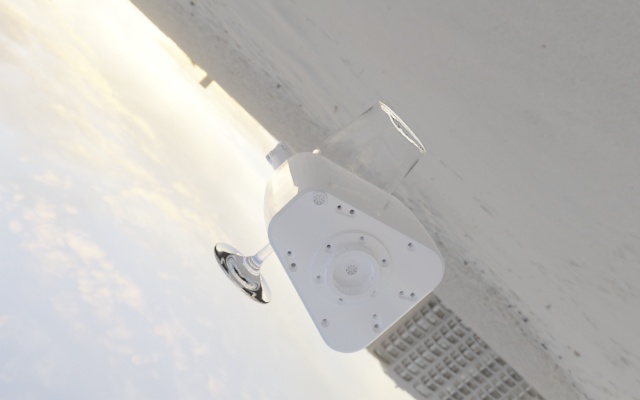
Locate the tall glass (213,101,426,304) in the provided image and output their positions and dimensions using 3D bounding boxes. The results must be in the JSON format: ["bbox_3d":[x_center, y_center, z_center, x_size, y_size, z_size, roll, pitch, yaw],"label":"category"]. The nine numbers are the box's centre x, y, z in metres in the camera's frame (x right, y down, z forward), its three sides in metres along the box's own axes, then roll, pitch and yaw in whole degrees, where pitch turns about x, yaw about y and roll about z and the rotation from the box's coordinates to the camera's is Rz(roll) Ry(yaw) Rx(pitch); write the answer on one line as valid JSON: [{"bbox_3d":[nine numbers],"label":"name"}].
[{"bbox_3d":[0.000,0.002,0.435,0.201,0.079,0.079,-43,-6,6],"label":"tall glass"}]
